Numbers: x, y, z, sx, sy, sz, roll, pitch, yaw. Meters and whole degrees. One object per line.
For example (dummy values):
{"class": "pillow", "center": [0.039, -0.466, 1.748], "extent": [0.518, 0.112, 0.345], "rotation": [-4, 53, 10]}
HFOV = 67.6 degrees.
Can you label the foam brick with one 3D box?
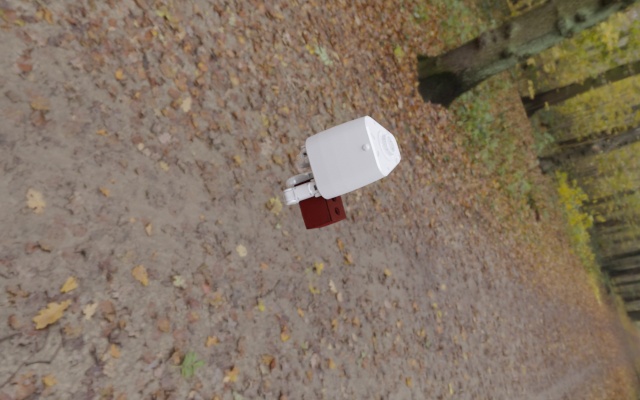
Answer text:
{"class": "foam brick", "center": [0.000, 0.003, 0.771], "extent": [0.051, 0.078, 0.053], "rotation": [-19, -6, 28]}
